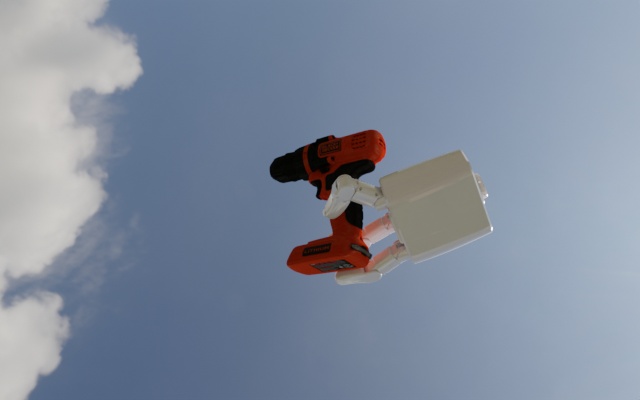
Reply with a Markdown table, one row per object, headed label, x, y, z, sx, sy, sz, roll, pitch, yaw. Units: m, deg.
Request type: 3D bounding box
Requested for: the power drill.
| label | x | y | z | sx | sy | sz | roll | pitch | yaw |
| --- | --- | --- | --- | --- | --- | --- | --- | --- | --- |
| power drill | 0.000 | 0.003 | 0.646 | 0.184 | 0.187 | 0.057 | -13 | -28 | 32 |
